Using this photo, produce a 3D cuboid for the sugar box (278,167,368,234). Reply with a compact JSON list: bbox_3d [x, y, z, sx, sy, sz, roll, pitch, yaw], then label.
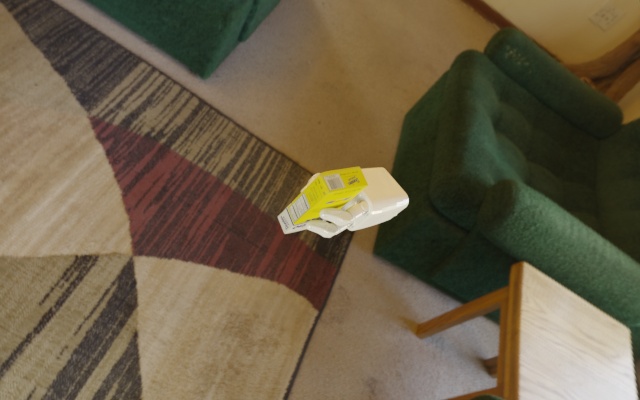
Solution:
[{"bbox_3d":[0.001,0.003,0.882,0.093,0.048,0.176,-11,-22,-35],"label":"sugar box"}]
